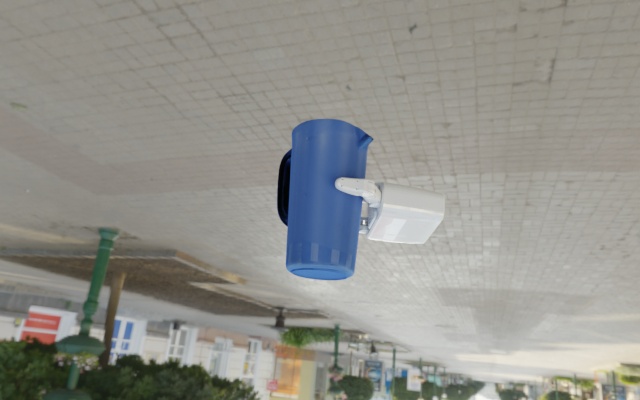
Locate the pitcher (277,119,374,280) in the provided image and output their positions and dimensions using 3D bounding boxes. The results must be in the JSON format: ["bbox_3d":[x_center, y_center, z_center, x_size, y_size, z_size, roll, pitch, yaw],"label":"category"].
[{"bbox_3d":[0.000,0.003,0.781,0.145,0.242,0.149,7,-19,-7],"label":"pitcher"}]
